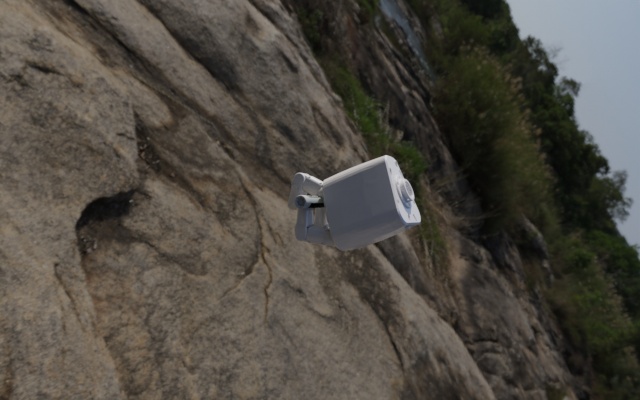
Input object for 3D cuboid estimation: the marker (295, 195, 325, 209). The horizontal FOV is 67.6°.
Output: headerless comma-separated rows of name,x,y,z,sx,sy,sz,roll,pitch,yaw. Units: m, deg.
marker,0.000,0.002,0.719,0.020,0.020,0.121,0,-1,28
